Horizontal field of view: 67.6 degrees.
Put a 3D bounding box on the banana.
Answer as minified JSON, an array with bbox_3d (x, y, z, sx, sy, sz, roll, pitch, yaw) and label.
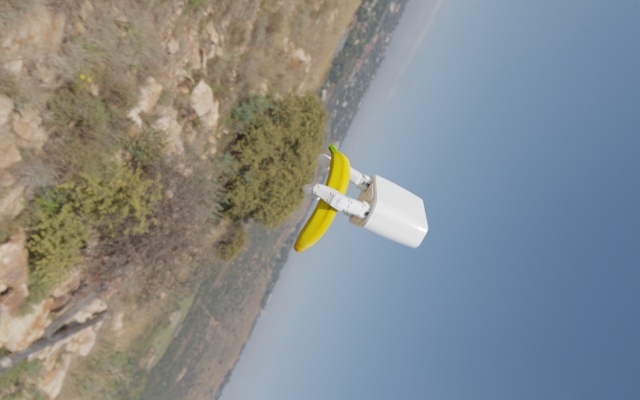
[{"bbox_3d":[0.009,0.001,0.812,0.037,0.198,0.069,23,-5,-24],"label":"banana"}]
